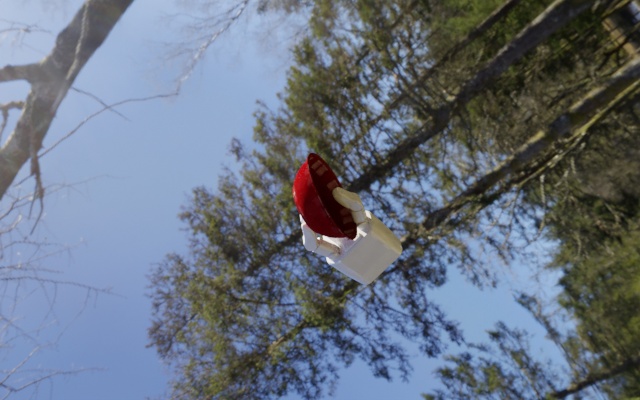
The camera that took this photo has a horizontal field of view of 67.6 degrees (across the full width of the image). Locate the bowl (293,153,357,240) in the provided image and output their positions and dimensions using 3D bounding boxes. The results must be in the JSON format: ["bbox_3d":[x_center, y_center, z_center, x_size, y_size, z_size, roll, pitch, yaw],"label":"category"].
[{"bbox_3d":[-0.001,0.002,0.805,0.055,0.162,0.162,-27,-8,16],"label":"bowl"}]
